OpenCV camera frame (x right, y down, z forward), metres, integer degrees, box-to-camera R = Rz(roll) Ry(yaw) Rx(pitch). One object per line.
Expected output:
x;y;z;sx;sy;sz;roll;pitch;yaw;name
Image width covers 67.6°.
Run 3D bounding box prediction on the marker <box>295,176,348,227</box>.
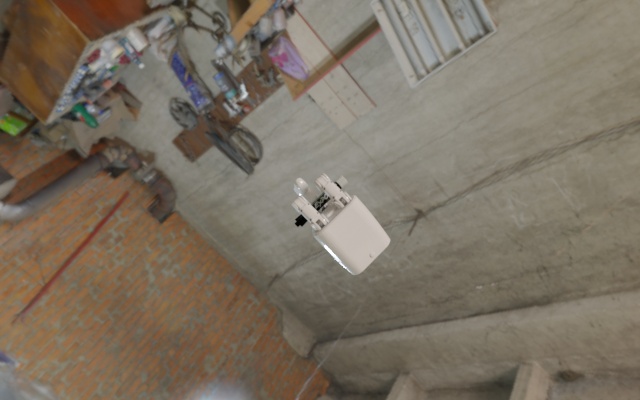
0.000;0.003;0.855;0.121;0.020;0.020;-44;6;-6;marker
